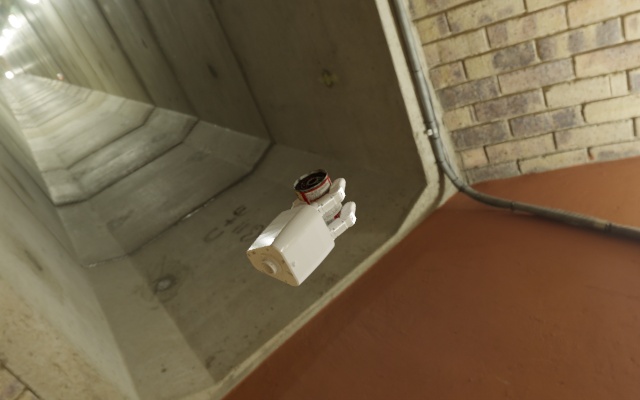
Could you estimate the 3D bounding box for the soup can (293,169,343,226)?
[{"bbox_3d":[0.000,0.003,0.889,0.068,0.102,0.068,-20,28,11],"label":"soup can"}]
